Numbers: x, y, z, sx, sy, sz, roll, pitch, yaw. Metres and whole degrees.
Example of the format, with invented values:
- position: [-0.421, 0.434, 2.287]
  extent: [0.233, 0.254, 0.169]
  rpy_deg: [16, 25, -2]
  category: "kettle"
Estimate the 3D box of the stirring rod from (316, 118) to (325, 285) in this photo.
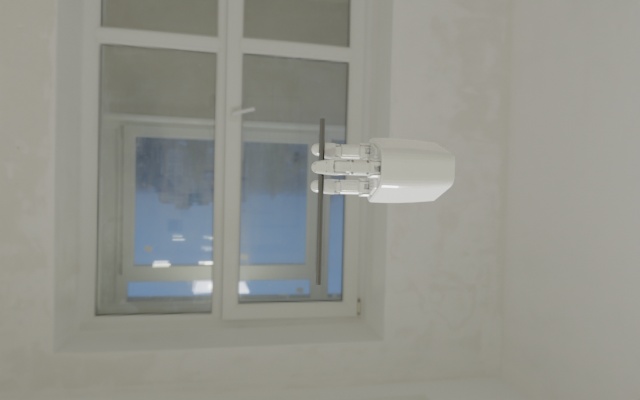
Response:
- position: [0.000, 0.002, 0.693]
  extent: [0.011, 0.239, 0.011]
  rpy_deg: [1, 2, 0]
  category: "stirring rod"
